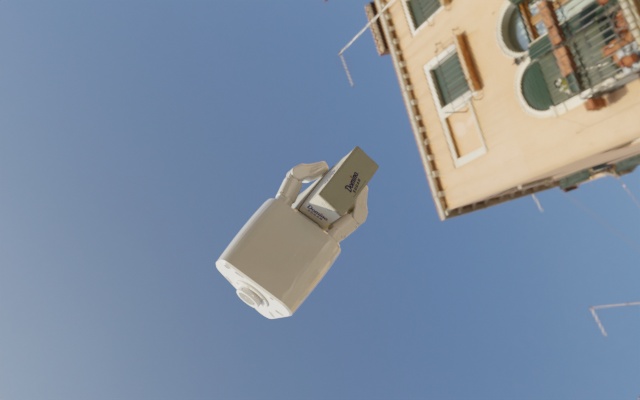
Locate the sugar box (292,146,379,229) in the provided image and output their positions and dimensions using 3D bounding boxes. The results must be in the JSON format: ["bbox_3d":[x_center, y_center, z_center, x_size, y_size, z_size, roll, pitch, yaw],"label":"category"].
[{"bbox_3d":[0.000,0.003,0.641,0.048,0.093,0.176,43,-30,-9],"label":"sugar box"}]
